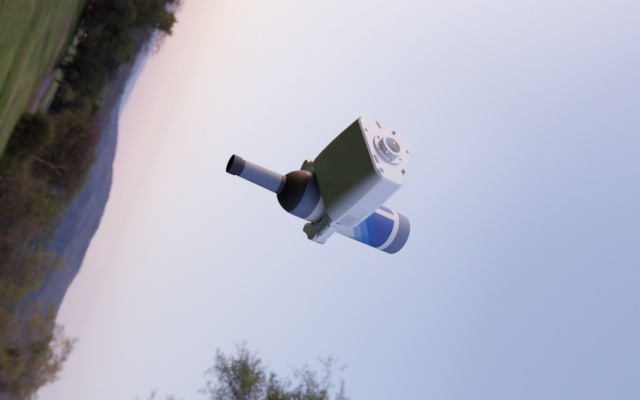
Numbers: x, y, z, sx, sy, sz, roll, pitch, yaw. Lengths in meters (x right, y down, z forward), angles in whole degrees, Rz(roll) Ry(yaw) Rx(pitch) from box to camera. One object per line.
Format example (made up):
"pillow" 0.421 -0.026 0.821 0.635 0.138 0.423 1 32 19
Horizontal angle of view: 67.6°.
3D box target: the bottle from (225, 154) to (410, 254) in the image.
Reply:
"bottle" 0.000 0.002 0.704 0.296 0.069 0.069 23 -11 -25
